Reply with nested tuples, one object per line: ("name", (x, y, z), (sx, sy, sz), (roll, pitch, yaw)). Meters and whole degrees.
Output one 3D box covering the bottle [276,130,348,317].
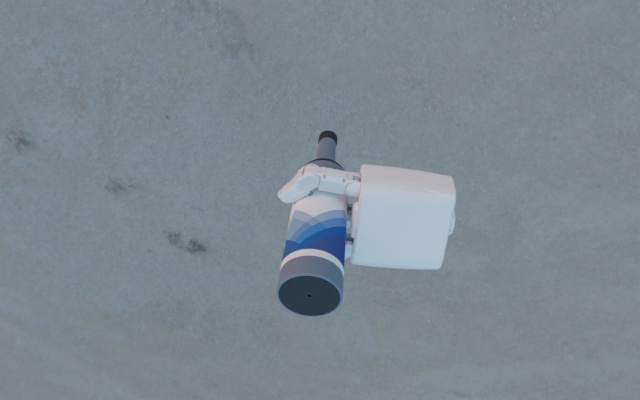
("bottle", (0.000, 0.002, 0.586), (0.069, 0.069, 0.295), (0, 39, 6))
